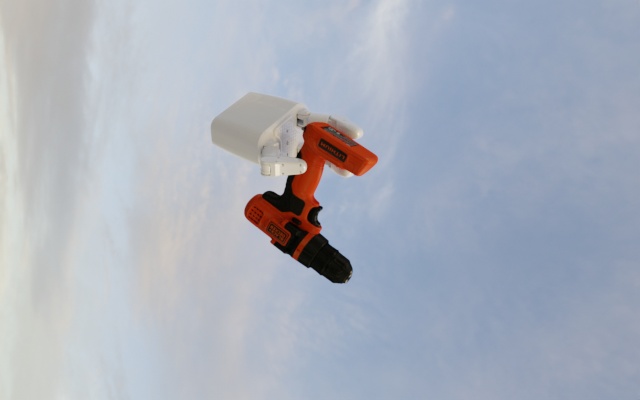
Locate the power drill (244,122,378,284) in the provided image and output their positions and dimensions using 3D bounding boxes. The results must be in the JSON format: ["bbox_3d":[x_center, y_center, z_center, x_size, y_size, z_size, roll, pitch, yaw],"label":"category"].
[{"bbox_3d":[0.000,0.002,0.658,0.184,0.188,0.057,35,20,11],"label":"power drill"}]
